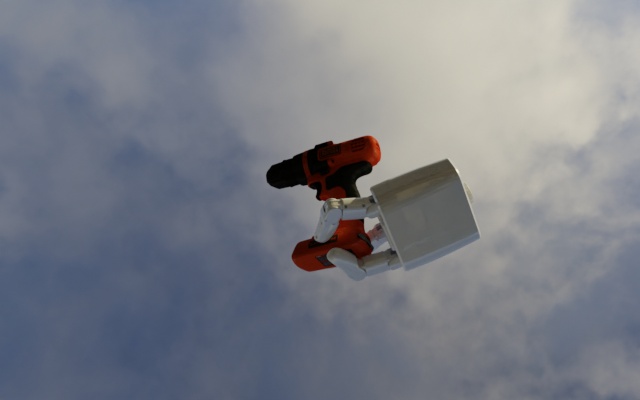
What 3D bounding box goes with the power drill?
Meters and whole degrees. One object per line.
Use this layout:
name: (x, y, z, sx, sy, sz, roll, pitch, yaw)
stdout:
power drill: (0.000, 0.003, 0.679, 0.184, 0.187, 0.057, -15, -34, 23)
